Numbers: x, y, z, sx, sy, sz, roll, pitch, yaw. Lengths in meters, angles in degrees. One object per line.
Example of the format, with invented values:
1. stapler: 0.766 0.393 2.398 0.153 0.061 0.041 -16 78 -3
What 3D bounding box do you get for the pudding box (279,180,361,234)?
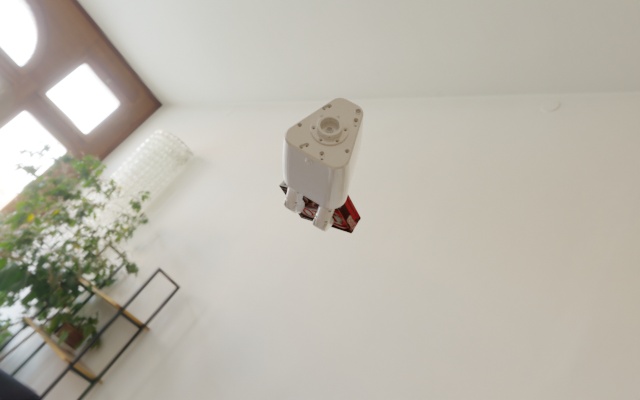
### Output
1. pudding box: 0.000 0.002 0.771 0.113 0.039 0.090 17 -29 38
